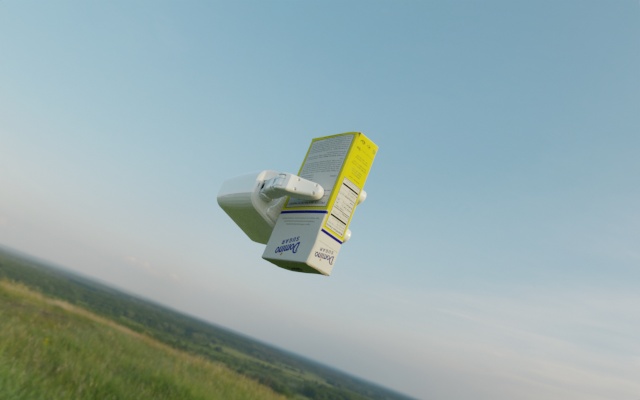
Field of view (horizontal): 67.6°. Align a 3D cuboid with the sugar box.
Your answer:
[{"bbox_3d":[0.000,0.002,0.588,0.048,0.176,0.093,33,-21,-35],"label":"sugar box"}]
